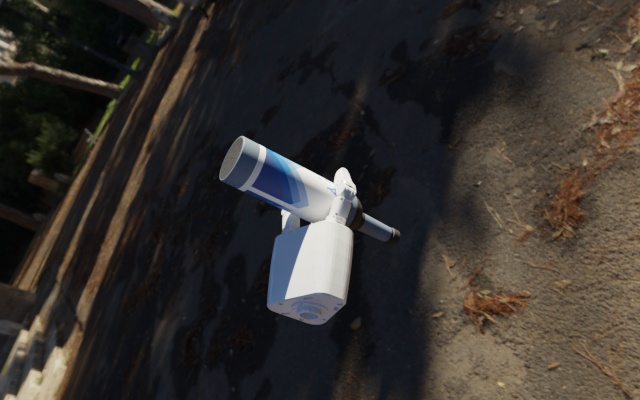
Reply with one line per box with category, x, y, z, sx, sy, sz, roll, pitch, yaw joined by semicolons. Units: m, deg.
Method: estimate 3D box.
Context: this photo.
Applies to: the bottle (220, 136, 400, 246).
bottle;0.000;0.002;0.699;0.296;0.069;0.069;26;-12;-26
